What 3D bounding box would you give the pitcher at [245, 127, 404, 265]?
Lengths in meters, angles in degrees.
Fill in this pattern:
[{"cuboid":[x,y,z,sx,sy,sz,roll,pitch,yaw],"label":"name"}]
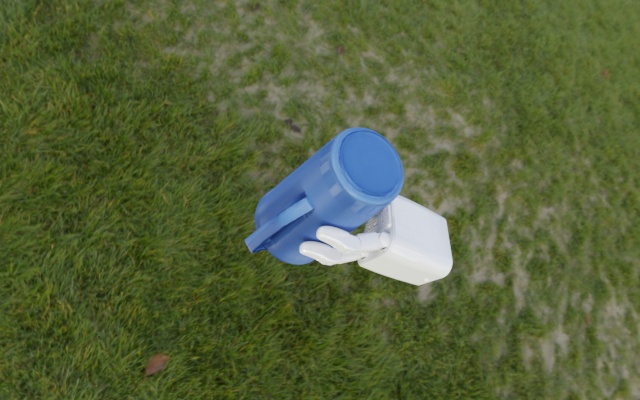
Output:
[{"cuboid":[0.000,0.002,0.678,0.145,0.149,0.243,22,-31,-19],"label":"pitcher"}]
